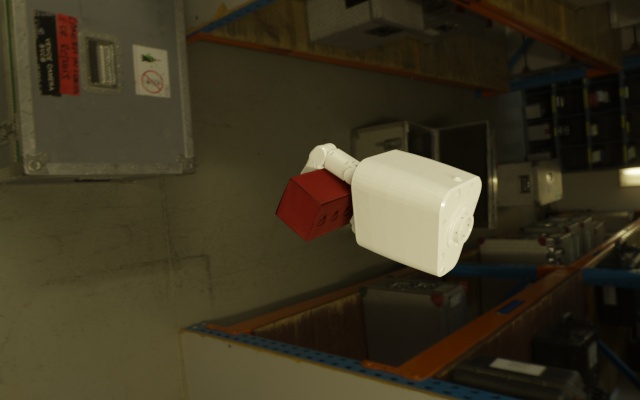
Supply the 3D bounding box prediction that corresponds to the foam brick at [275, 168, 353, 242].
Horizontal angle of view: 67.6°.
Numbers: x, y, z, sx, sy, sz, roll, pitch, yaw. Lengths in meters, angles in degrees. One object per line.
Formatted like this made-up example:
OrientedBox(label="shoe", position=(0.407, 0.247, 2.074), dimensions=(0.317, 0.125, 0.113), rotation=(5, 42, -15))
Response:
OrientedBox(label="foam brick", position=(0.000, 0.002, 0.532), dimensions=(0.051, 0.053, 0.078), rotation=(41, 37, 24))
